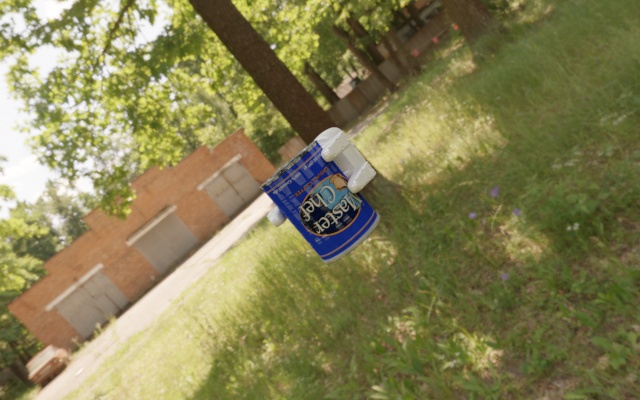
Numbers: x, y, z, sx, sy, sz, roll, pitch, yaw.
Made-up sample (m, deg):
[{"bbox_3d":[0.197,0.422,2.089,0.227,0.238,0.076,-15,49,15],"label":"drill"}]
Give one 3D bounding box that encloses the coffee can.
[{"bbox_3d":[0.000,0.002,0.665,0.103,0.140,0.103,-39,8,7],"label":"coffee can"}]
